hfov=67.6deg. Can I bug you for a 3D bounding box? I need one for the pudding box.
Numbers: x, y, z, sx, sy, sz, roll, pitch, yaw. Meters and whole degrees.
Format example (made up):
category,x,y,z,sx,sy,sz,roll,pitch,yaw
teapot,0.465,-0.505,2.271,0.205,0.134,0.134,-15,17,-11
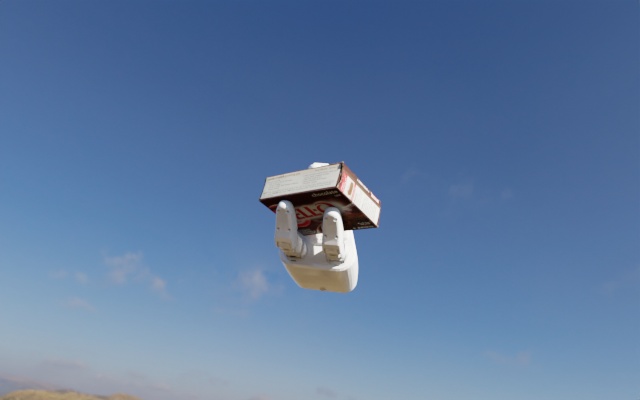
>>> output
category,x,y,z,sx,sy,sz,roll,pitch,yaw
pudding box,0.000,0.002,0.553,0.113,0.039,0.090,-11,-36,34
